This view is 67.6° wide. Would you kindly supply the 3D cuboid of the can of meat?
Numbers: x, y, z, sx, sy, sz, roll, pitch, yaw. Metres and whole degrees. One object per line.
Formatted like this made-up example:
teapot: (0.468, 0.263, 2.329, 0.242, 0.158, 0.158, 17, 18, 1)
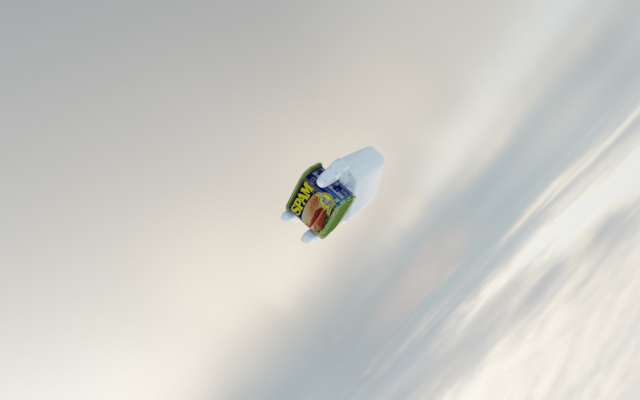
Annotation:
can of meat: (0.000, 0.003, 0.793, 0.084, 0.102, 0.057, 42, 41, 14)
